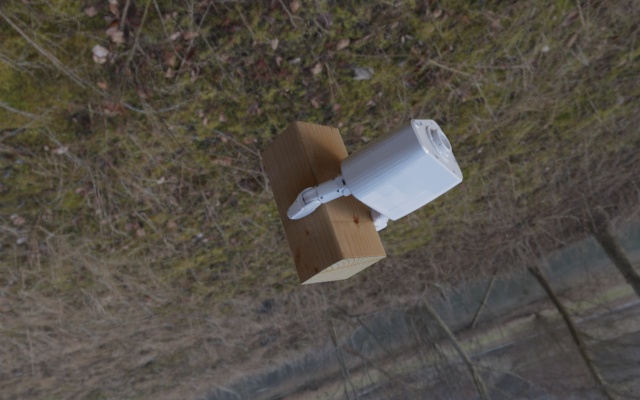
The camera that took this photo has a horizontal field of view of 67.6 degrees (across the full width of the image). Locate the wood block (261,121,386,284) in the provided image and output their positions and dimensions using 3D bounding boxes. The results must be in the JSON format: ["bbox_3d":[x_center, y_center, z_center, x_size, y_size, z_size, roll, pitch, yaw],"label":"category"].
[{"bbox_3d":[0.000,0.002,0.674,0.091,0.206,0.090,2,-29,-44],"label":"wood block"}]
